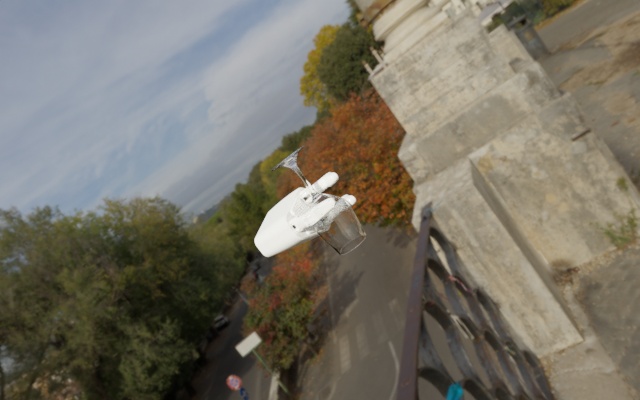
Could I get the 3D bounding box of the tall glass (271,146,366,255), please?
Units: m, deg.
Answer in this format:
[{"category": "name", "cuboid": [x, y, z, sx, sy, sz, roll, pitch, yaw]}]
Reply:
[{"category": "tall glass", "cuboid": [0.000, 0.002, 0.868, 0.079, 0.201, 0.079, -37, 5, 4]}]
